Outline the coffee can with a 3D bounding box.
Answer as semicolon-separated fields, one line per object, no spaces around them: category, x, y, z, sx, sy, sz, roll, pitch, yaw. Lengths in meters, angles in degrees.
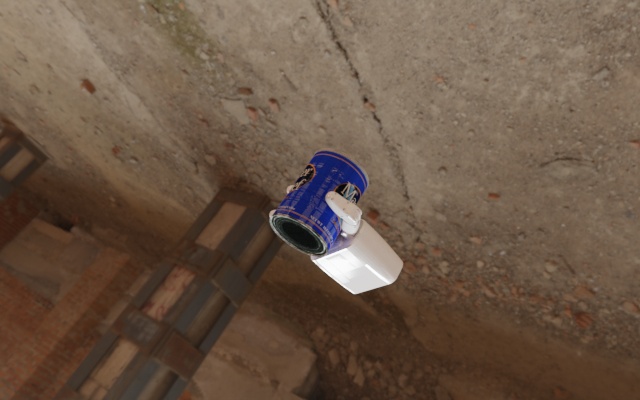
coffee can;0.000;0.002;0.750;0.103;0.140;0.103;26;-27;14
